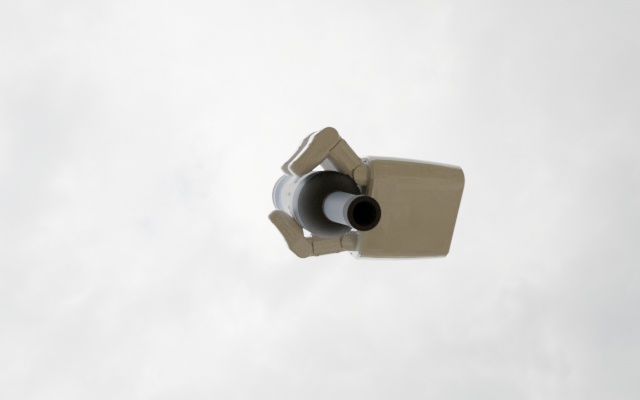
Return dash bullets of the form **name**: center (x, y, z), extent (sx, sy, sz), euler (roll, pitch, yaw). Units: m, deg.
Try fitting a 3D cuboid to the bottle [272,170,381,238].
- **bottle**: center (0.000, 0.002, 0.502), extent (0.069, 0.069, 0.295), euler (0, 3, -13)
